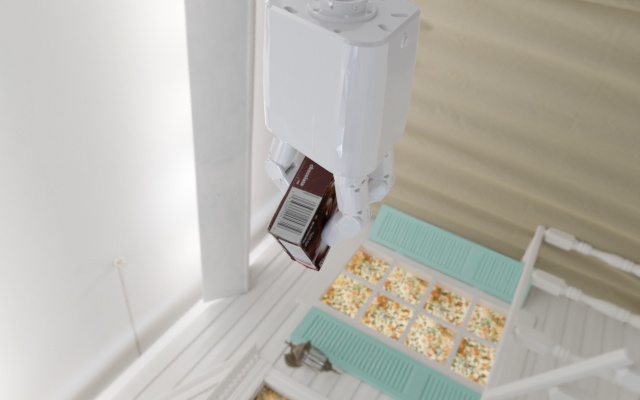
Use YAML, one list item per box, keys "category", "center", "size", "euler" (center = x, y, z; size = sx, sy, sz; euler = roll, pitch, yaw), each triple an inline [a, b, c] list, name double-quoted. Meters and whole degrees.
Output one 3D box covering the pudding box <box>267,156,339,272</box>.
- category: "pudding box"
  center: [0.000, 0.001, 0.456]
  size: [0.039, 0.113, 0.090]
  euler: [23, -16, 20]
